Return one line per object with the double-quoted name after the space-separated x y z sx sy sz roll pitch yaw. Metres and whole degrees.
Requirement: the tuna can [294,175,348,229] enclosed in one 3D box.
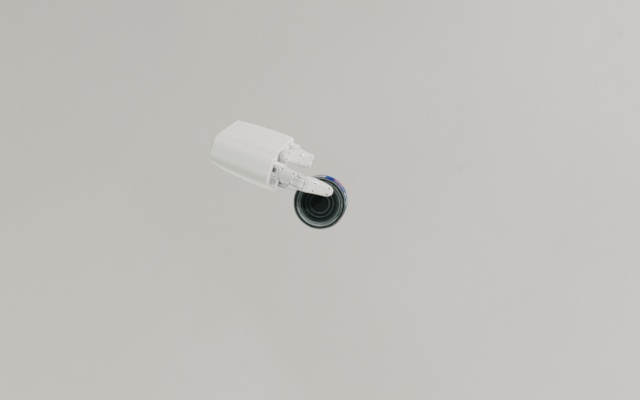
0.000 0.003 0.769 0.086 0.086 0.033 0 8 6 "tuna can"
